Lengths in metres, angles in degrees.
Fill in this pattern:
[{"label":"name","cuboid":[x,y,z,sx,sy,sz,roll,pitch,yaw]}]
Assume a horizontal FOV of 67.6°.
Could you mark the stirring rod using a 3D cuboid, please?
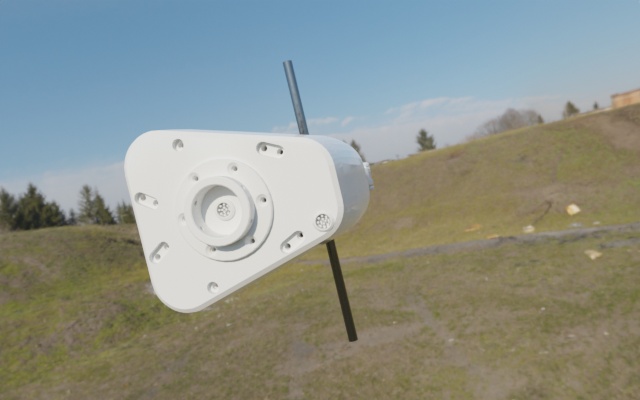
[{"label":"stirring rod","cuboid":[0.000,0.001,0.401,0.011,0.239,0.011,-13,1,0]}]
